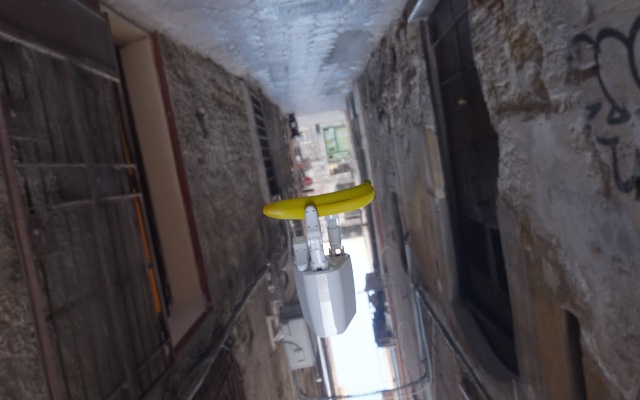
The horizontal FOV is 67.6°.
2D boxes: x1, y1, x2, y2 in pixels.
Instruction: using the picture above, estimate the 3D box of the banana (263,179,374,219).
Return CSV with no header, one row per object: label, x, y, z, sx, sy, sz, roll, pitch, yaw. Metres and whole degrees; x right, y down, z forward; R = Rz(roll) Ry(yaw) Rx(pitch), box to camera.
banana,0.011,0.003,0.757,0.198,0.037,0.069,-13,10,-22
